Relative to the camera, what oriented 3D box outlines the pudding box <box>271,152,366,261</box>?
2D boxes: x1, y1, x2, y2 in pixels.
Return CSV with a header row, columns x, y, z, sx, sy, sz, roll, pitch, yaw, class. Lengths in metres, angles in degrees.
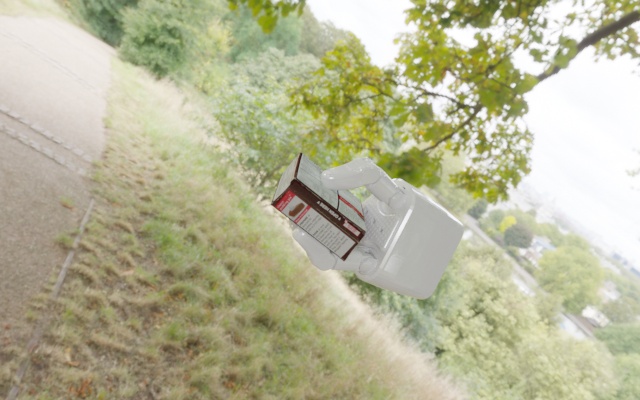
x,y,z,sx,sy,sz,roll,pitch,yaw,class
0.000,0.002,0.487,0.090,0.039,0.113,37,13,-10,pudding box
